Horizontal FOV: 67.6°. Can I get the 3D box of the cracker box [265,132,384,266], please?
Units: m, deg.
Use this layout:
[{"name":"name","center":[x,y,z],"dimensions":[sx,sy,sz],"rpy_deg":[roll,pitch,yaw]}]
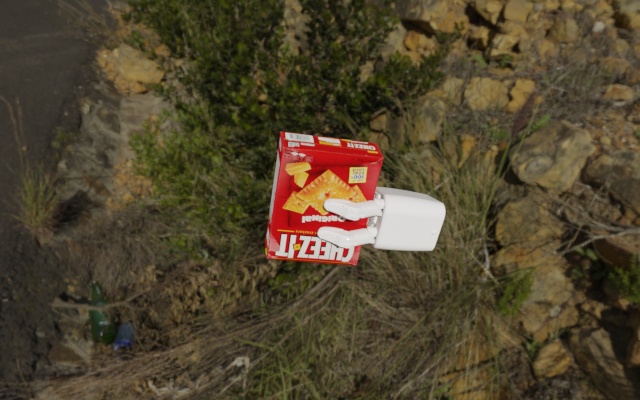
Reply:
[{"name":"cracker box","center":[0.000,0.002,0.806],"dimensions":[0.164,0.214,0.072],"rpy_deg":[6,28,-10]}]
